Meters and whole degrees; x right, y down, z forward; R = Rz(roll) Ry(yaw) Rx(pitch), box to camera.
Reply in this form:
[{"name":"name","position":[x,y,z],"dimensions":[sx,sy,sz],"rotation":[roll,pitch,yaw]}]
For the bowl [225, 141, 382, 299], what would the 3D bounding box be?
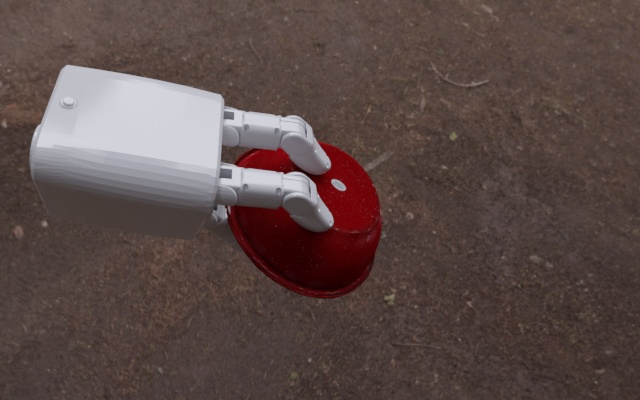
[{"name":"bowl","position":[0.001,0.001,0.424],"dimensions":[0.162,0.162,0.055],"rotation":[0,-31,-40]}]
